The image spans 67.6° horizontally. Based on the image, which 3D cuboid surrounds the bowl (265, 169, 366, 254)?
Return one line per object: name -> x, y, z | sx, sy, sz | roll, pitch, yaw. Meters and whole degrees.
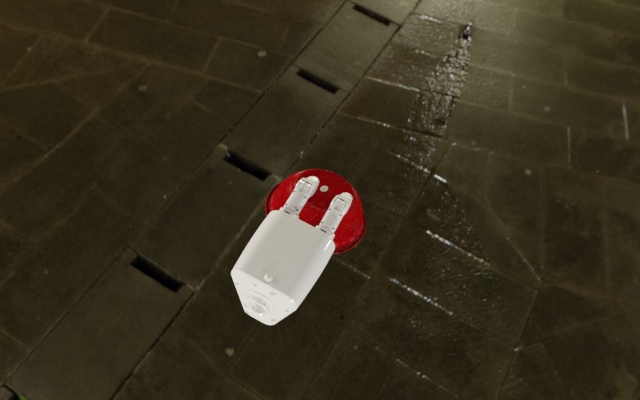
bowl -> 0.000, 0.001, 0.727 | 0.162, 0.162, 0.055 | 0, -44, -20
